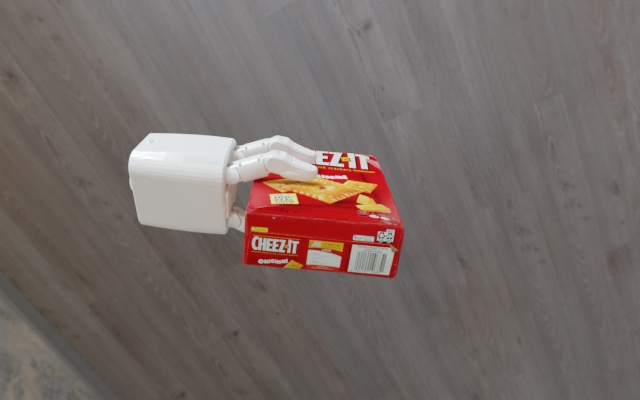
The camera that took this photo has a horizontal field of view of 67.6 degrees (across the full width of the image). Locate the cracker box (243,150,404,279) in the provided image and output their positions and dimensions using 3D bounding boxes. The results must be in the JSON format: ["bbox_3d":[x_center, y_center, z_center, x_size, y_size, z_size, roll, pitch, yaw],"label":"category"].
[{"bbox_3d":[0.000,0.002,0.579,0.164,0.072,0.213,6,25,-4],"label":"cracker box"}]
